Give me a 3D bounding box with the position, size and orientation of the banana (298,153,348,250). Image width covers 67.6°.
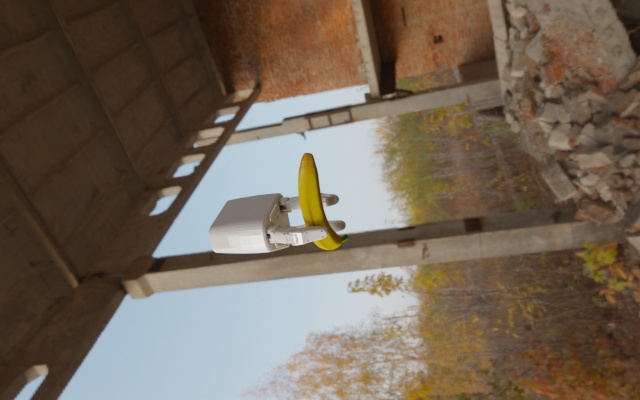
[{"bbox_3d":[-0.004,0.018,0.771,0.037,0.198,0.069,-2,42,24],"label":"banana"}]
